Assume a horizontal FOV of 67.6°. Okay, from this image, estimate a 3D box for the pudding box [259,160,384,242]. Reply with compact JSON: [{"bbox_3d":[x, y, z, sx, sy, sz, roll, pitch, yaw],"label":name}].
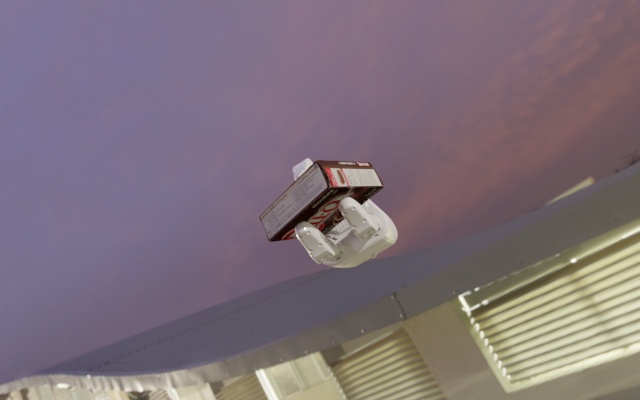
[{"bbox_3d":[0.000,0.002,0.526,0.090,0.039,0.113,-4,-32,-47],"label":"pudding box"}]
